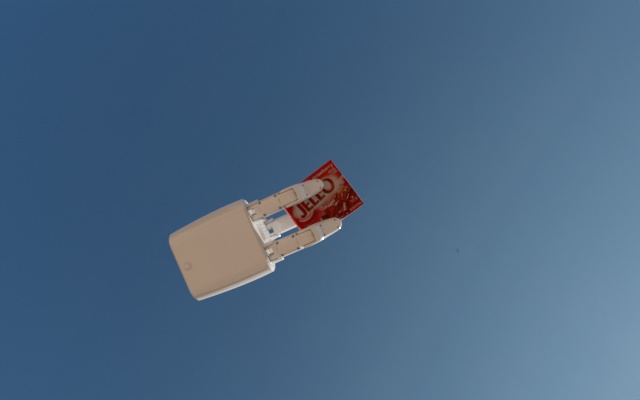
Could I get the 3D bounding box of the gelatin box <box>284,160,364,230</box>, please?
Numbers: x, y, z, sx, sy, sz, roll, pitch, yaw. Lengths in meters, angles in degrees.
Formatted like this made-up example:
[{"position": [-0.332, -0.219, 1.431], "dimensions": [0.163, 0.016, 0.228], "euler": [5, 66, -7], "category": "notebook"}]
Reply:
[{"position": [0.000, 0.002, 0.631], "dimensions": [0.089, 0.073, 0.030], "euler": [-37, -1, -4], "category": "gelatin box"}]
